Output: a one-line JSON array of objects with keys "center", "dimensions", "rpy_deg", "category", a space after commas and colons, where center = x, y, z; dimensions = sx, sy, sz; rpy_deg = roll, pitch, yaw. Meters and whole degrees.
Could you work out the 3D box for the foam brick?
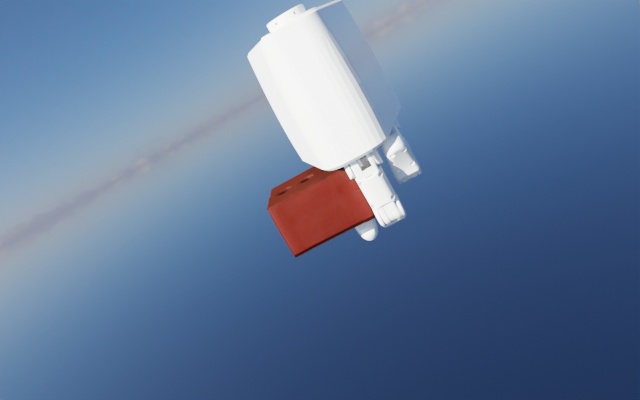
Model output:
[{"center": [0.000, 0.002, 0.411], "dimensions": [0.078, 0.051, 0.053], "rpy_deg": [-28, 19, 9], "category": "foam brick"}]
